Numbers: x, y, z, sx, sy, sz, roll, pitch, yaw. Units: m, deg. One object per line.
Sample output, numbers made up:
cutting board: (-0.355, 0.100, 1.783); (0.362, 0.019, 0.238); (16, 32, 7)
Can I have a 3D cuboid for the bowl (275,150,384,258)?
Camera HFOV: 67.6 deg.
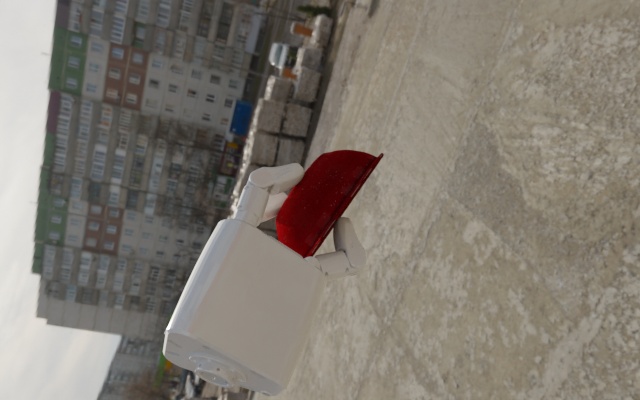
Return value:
bowl: (0.000, 0.001, 0.514); (0.055, 0.162, 0.162); (35, 3, 4)
